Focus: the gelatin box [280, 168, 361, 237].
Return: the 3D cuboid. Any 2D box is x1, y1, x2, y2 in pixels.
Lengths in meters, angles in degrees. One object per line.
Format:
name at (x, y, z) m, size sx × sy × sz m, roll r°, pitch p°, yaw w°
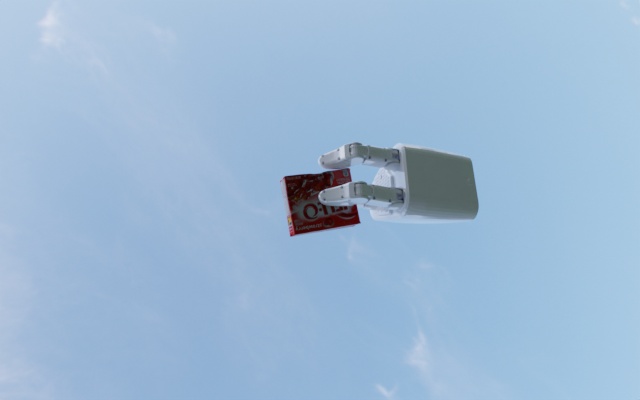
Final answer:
gelatin box at (0.000, 0.002, 0.595) m, size 0.089 × 0.073 × 0.030 m, roll -8°, pitch -8°, yaw -18°
